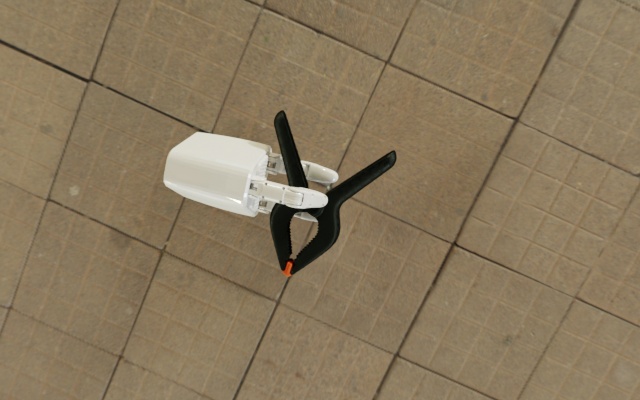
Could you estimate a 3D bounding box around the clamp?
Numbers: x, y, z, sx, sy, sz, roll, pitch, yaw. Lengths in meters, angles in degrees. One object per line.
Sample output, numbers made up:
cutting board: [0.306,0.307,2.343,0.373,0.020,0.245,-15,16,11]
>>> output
clamp: [0.000,0.003,0.624,0.164,0.210,0.036,14,8,5]
